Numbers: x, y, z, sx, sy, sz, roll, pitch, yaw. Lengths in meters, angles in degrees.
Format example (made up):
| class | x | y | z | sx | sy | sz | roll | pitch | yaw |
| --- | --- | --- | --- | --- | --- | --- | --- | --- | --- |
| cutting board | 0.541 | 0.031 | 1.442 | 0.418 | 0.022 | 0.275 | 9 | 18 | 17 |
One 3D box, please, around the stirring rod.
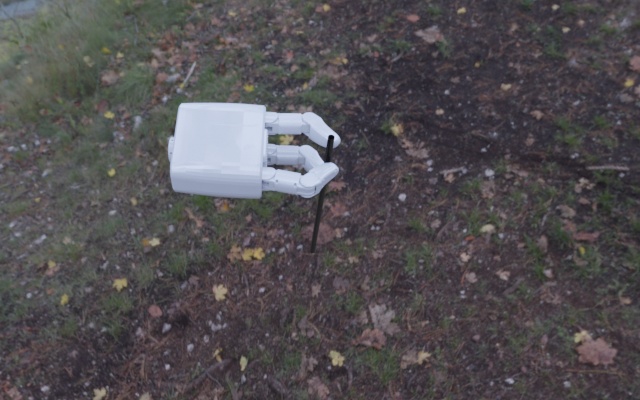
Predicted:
| class | x | y | z | sx | sy | sz | roll | pitch | yaw |
| --- | --- | --- | --- | --- | --- | --- | --- | --- | --- |
| stirring rod | 0.000 | 0.002 | 0.656 | 0.011 | 0.011 | 0.240 | 0 | -40 | -8 |
